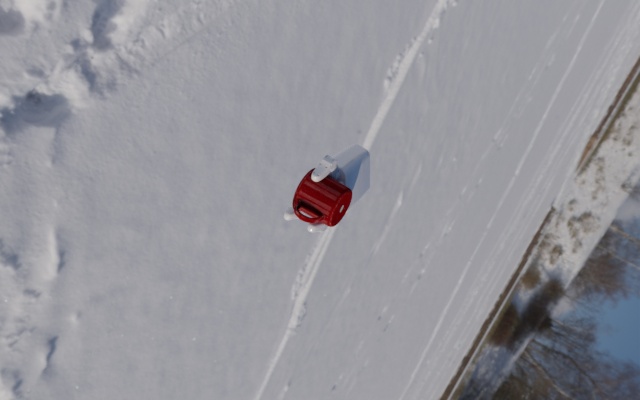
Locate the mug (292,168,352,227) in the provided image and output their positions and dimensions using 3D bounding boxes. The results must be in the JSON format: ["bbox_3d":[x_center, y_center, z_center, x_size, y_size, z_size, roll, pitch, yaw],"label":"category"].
[{"bbox_3d":[0.000,0.004,0.887,0.081,0.093,0.117,29,43,19],"label":"mug"}]
